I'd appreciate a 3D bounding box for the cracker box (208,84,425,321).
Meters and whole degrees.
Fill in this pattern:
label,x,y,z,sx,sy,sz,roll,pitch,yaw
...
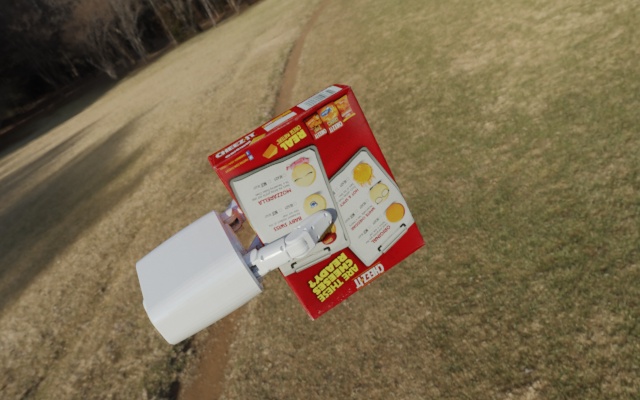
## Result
label,x,y,z,sx,sy,sz,roll,pitch,yaw
cracker box,0.000,0.002,0.542,0.164,0.214,0.072,-33,24,-7
